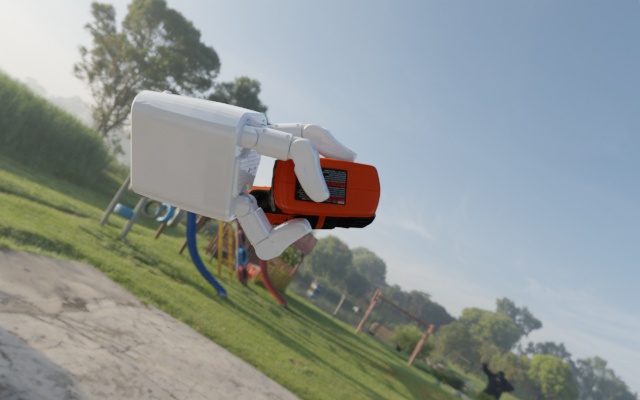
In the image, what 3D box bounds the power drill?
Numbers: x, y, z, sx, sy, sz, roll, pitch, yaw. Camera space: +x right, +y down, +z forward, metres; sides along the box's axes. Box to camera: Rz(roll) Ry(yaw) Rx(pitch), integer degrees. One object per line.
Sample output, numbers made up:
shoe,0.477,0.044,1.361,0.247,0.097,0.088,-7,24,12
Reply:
power drill,0.000,0.002,0.544,0.184,0.057,0.188,4,-10,-14
